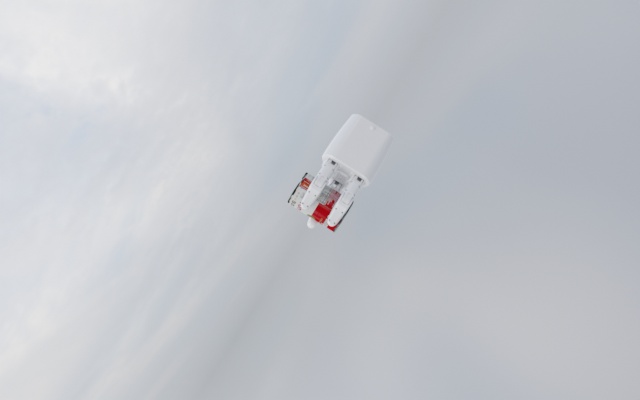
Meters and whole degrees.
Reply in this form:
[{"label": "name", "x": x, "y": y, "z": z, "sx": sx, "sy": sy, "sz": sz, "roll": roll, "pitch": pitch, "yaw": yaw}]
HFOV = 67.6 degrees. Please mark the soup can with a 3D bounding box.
[{"label": "soup can", "x": 0.000, "y": 0.003, "z": 0.868, "sx": 0.102, "sy": 0.068, "sz": 0.068, "roll": 32, "pitch": 0, "yaw": 0}]
